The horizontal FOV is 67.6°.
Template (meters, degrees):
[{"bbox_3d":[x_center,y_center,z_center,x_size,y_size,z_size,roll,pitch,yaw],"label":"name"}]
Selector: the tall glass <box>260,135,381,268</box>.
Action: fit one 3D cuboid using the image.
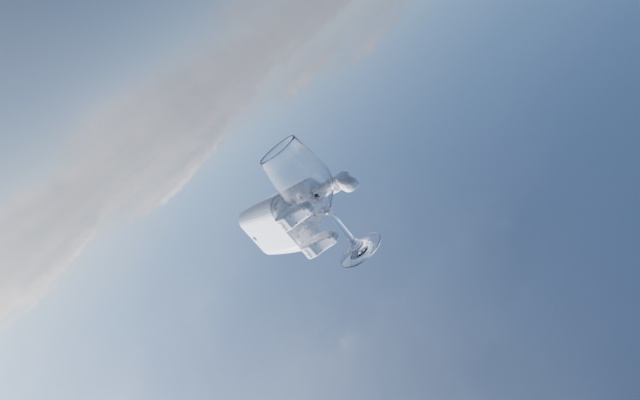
[{"bbox_3d":[0.001,0.003,0.690,0.079,0.201,0.079,-35,19,14],"label":"tall glass"}]
